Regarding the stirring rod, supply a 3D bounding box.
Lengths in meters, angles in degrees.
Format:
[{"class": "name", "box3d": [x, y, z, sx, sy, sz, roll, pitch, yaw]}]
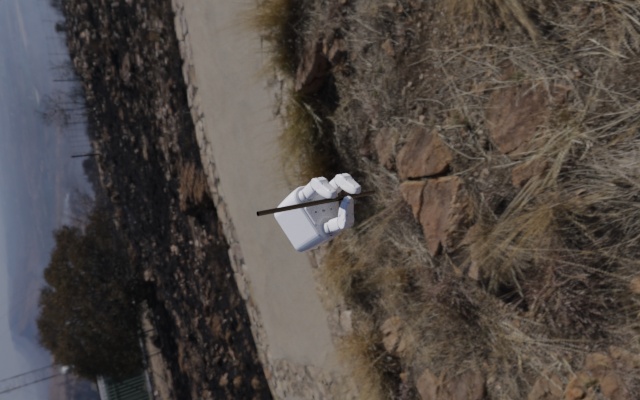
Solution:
[{"class": "stirring rod", "box3d": [0.000, 0.003, 0.811, 0.239, 0.011, 0.011, -11, 6, -34]}]
